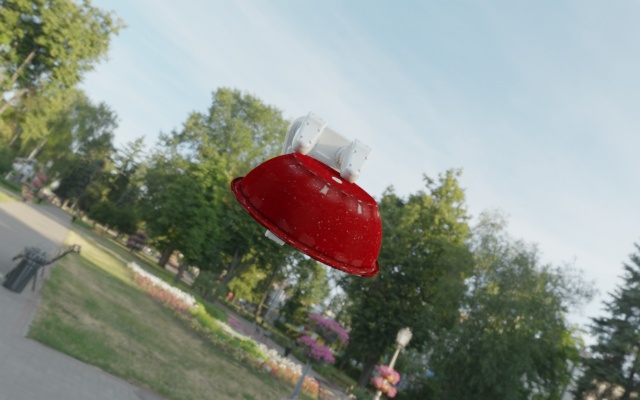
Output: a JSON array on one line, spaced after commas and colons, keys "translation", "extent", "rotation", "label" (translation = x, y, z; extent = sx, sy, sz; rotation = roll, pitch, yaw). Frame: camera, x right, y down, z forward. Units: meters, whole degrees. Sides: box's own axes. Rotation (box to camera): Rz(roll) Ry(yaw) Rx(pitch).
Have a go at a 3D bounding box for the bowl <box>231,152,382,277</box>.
[{"translation": [0.001, 0.002, 0.445], "extent": [0.162, 0.055, 0.162], "rotation": [31, 12, -7], "label": "bowl"}]
